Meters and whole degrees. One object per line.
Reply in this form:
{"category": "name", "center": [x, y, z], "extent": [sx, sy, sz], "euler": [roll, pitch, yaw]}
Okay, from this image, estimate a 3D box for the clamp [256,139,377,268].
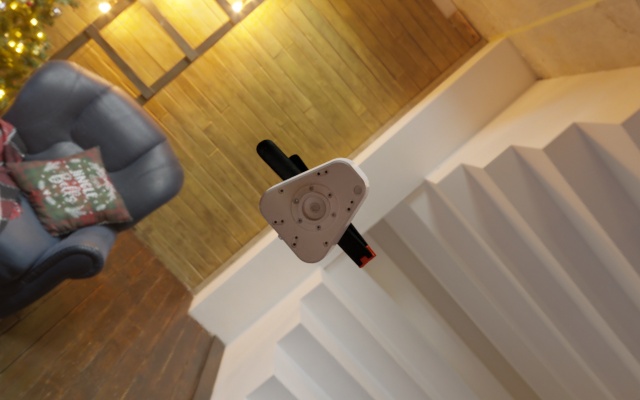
{"category": "clamp", "center": [0.001, 0.002, 0.670], "extent": [0.036, 0.210, 0.164], "euler": [-41, -1, 8]}
